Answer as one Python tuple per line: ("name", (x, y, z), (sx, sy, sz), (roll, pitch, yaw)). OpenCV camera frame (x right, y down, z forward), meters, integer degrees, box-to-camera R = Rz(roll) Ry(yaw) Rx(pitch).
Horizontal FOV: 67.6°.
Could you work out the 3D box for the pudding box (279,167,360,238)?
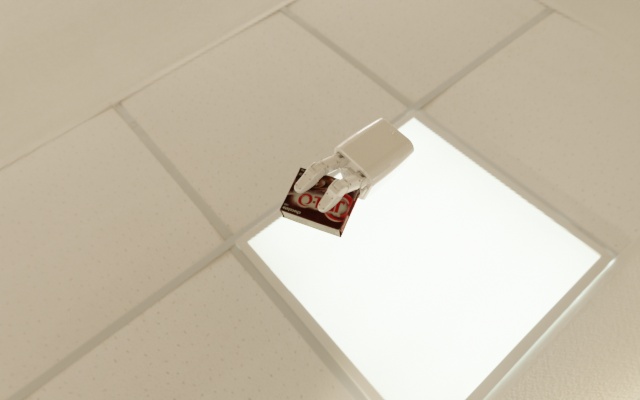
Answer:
("pudding box", (0.000, 0.003, 0.814), (0.113, 0.090, 0.039), (17, -26, 17))
